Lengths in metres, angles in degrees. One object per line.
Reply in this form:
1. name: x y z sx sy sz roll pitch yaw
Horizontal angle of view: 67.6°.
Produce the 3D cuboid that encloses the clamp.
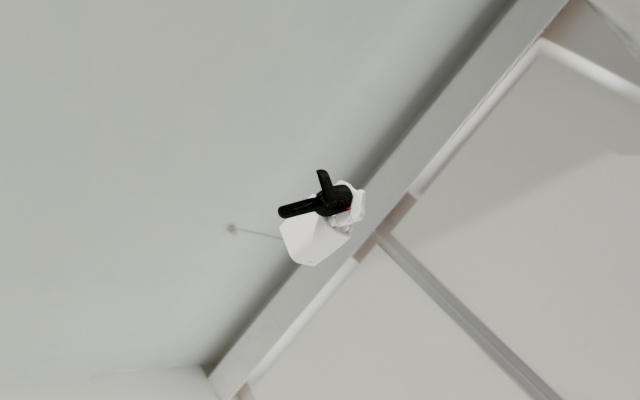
1. clamp: 0.000 0.002 0.888 0.120 0.039 0.171 -34 -28 19
